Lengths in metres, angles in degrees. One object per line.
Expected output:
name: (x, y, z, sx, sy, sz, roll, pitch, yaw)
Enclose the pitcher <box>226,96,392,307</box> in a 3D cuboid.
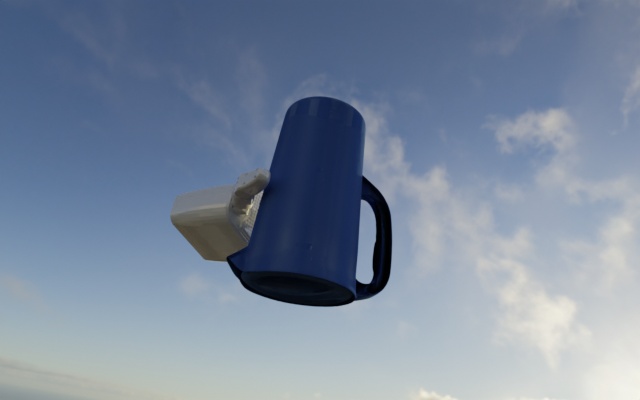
pitcher: (0.000, 0.002, 0.582, 0.145, 0.242, 0.149, -7, -30, 32)
